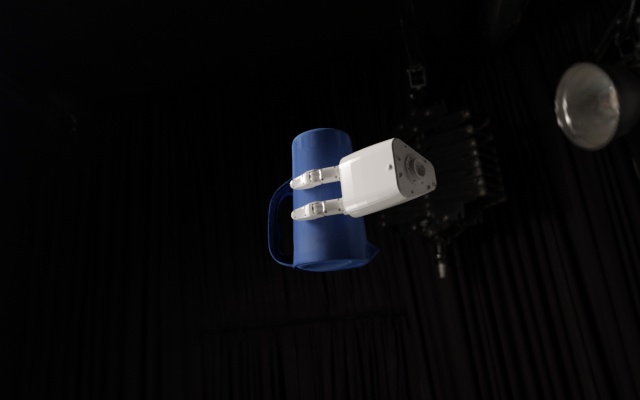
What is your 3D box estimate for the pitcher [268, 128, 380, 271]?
[{"bbox_3d":[0.000,0.003,0.844,0.149,0.242,0.145,9,-21,-41],"label":"pitcher"}]
